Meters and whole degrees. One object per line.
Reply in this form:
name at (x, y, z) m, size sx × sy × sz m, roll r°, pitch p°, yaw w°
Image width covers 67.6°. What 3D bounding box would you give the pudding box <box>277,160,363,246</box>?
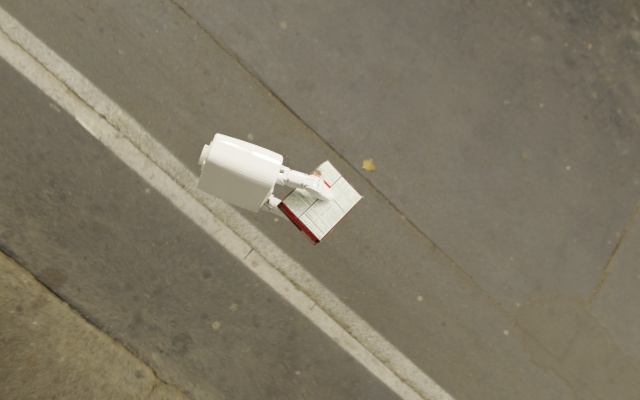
pudding box at (0.000, 0.002, 0.773) m, size 0.113 × 0.090 × 0.039 m, roll -44°, pitch 2°, yaw -21°
